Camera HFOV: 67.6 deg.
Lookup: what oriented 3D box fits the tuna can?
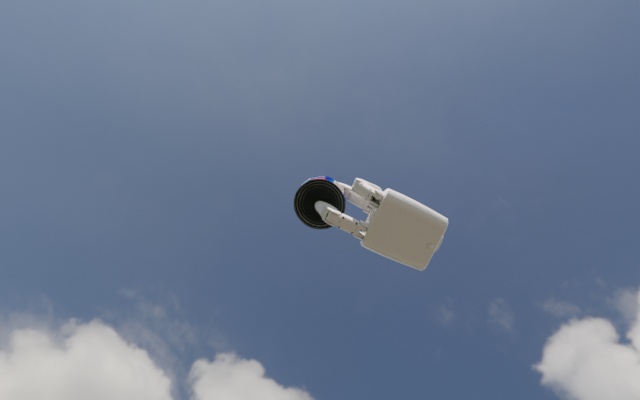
[{"bbox_3d":[0.000,0.002,0.795,0.086,0.086,0.033,0,15,7],"label":"tuna can"}]
